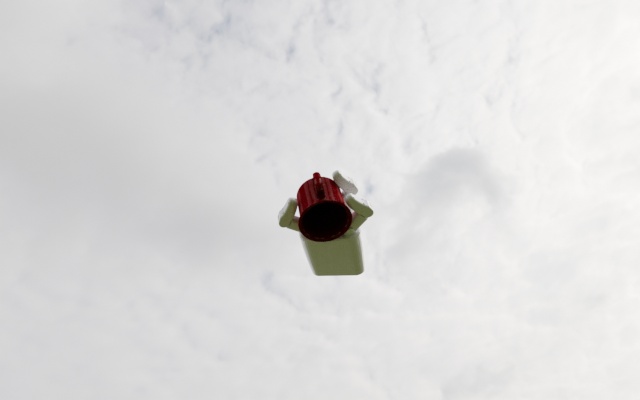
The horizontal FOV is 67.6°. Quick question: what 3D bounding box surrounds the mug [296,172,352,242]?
[{"bbox_3d":[0.000,0.002,0.828,0.093,0.117,0.081,-13,39,-1],"label":"mug"}]
